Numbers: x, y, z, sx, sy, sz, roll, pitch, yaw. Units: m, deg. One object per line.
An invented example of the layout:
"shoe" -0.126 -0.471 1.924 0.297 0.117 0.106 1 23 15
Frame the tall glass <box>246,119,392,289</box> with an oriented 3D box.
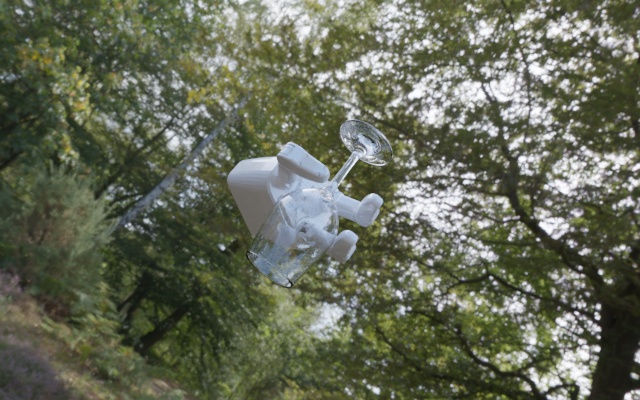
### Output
"tall glass" 0.001 0.001 0.544 0.079 0.201 0.079 30 -25 16
